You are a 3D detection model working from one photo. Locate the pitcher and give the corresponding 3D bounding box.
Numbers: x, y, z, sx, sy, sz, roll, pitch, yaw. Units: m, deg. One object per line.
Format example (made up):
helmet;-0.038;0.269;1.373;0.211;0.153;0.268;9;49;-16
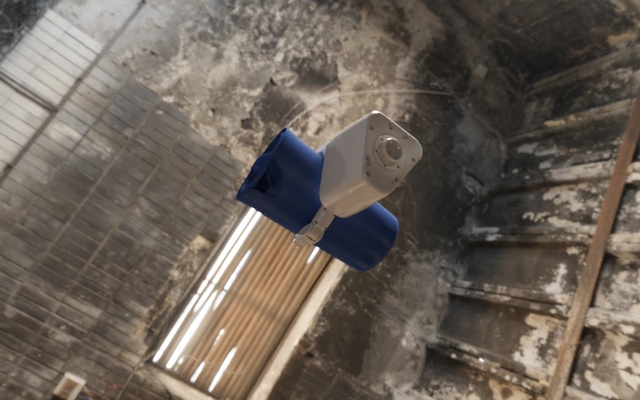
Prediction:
pitcher;0.000;0.002;0.758;0.243;0.149;0.145;35;-30;-15
